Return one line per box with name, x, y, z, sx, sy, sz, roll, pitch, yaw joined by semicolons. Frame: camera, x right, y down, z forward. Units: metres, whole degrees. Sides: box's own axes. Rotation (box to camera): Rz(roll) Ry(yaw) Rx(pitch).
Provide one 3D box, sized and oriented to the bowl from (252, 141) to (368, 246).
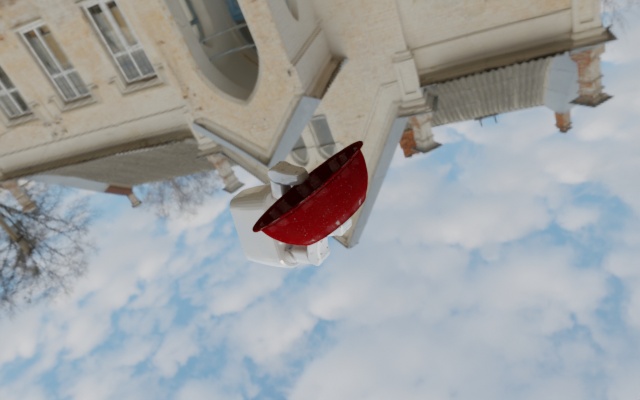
bowl;0.001;0.002;0.549;0.162;0.055;0.162;-38;9;7
